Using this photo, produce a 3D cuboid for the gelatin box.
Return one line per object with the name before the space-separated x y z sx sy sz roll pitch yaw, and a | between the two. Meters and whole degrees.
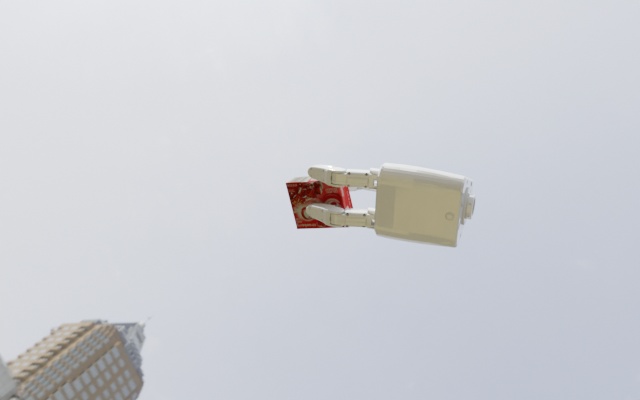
gelatin box | 0.000 0.002 0.681 0.089 0.073 0.030 -3 20 31
